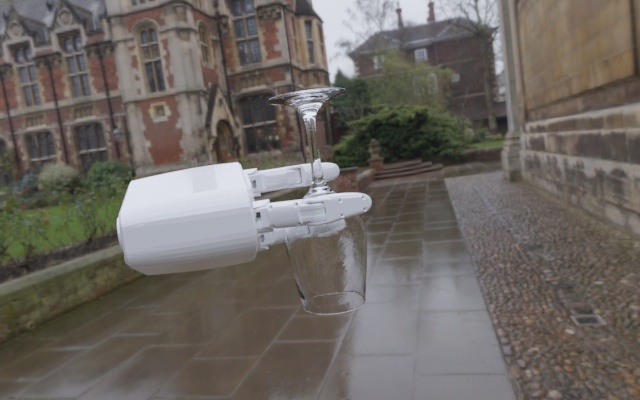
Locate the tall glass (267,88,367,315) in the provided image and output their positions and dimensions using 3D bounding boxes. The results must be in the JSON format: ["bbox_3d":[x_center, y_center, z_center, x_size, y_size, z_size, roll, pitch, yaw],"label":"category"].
[{"bbox_3d":[0.000,0.001,0.451,0.079,0.201,0.079,-8,5,1],"label":"tall glass"}]
